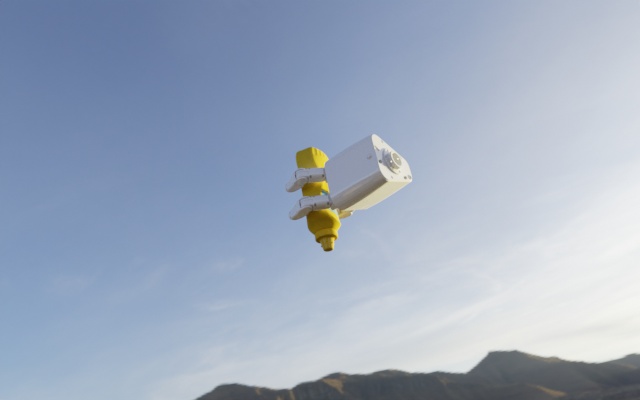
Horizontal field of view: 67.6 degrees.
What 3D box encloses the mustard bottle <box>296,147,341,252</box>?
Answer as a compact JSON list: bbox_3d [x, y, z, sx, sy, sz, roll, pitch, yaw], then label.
[{"bbox_3d":[0.000,0.003,0.877,0.058,0.191,0.096,-18,-28,13],"label":"mustard bottle"}]
